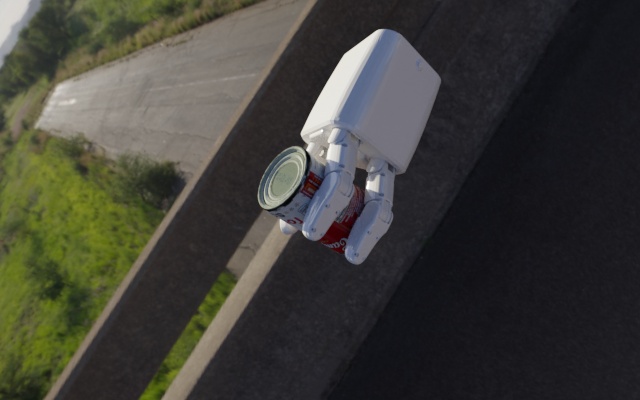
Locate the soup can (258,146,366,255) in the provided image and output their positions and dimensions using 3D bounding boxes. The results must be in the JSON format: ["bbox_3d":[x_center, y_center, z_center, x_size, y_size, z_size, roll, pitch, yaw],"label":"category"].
[{"bbox_3d":[0.000,0.002,0.456,0.102,0.068,0.068,33,-20,-35],"label":"soup can"}]
